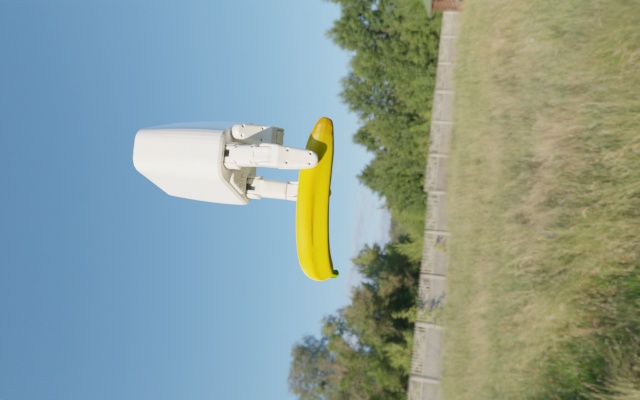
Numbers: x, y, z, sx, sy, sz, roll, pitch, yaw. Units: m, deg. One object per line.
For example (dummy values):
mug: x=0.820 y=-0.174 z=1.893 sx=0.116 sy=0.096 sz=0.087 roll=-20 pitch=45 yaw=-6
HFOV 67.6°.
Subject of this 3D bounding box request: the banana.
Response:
banana: x=-0.004 y=0.012 z=0.521 sx=0.037 sy=0.198 sz=0.069 roll=4 pitch=22 yaw=13
